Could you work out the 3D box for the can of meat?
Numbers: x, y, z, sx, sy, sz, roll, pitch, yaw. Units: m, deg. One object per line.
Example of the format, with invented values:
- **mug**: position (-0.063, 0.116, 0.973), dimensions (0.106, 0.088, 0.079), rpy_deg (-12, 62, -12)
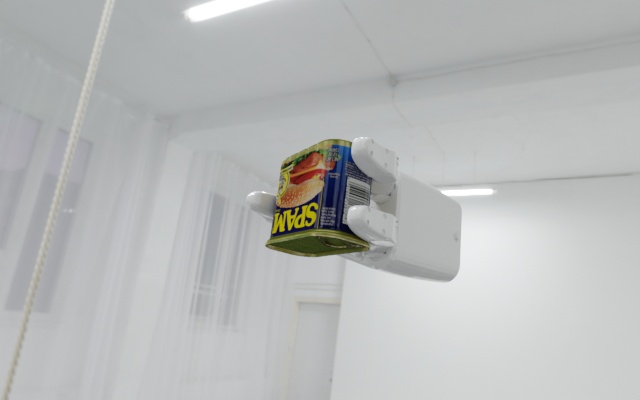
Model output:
- **can of meat**: position (0.000, 0.001, 0.421), dimensions (0.057, 0.084, 0.102), rpy_deg (18, -19, -32)
